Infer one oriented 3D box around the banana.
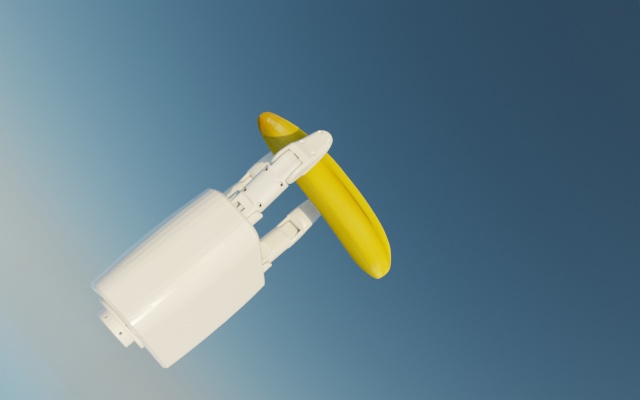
[{"bbox_3d":[0.011,0.004,0.424,0.037,0.198,0.069,-42,19,-23],"label":"banana"}]
